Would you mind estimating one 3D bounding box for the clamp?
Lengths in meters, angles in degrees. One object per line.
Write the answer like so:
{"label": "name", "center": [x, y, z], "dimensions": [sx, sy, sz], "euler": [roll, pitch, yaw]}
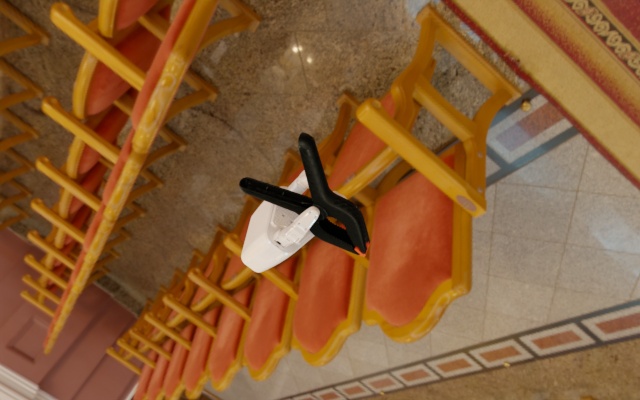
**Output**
{"label": "clamp", "center": [0.000, 0.003, 0.680], "dimensions": [0.210, 0.036, 0.165], "euler": [38, -41, -12]}
